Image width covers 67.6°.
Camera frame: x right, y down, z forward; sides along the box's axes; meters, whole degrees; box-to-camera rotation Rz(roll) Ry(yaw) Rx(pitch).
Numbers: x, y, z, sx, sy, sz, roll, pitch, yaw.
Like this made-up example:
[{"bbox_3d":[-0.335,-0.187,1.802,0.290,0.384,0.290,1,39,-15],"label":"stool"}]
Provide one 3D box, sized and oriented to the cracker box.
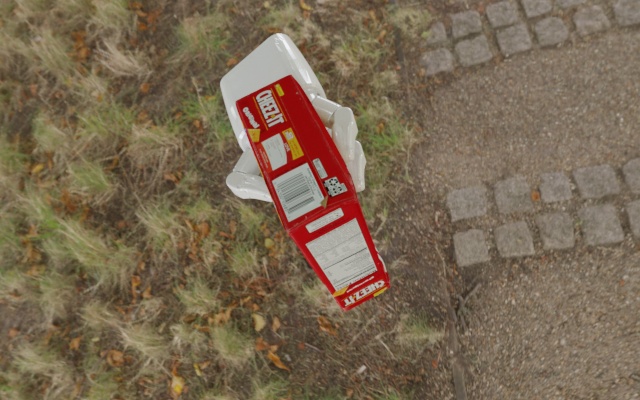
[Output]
[{"bbox_3d":[0.000,0.002,0.505,0.072,0.164,0.214,-26,-34,1],"label":"cracker box"}]
